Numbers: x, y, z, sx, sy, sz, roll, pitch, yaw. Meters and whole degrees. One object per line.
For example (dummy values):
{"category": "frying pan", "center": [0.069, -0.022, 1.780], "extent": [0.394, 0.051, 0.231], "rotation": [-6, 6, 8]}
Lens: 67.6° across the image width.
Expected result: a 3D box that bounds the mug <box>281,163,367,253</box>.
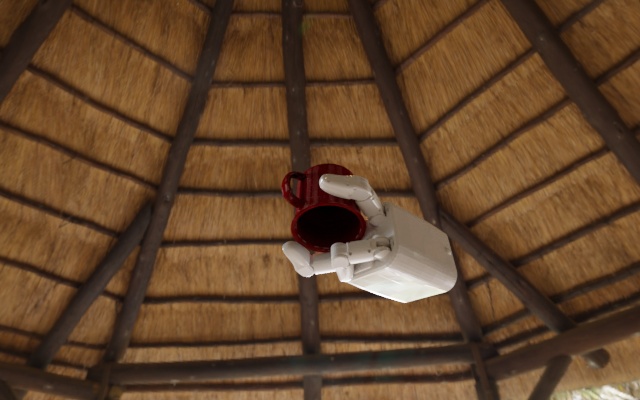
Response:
{"category": "mug", "center": [-0.001, 0.001, 0.608], "extent": [0.117, 0.081, 0.093], "rotation": [27, -51, -25]}
